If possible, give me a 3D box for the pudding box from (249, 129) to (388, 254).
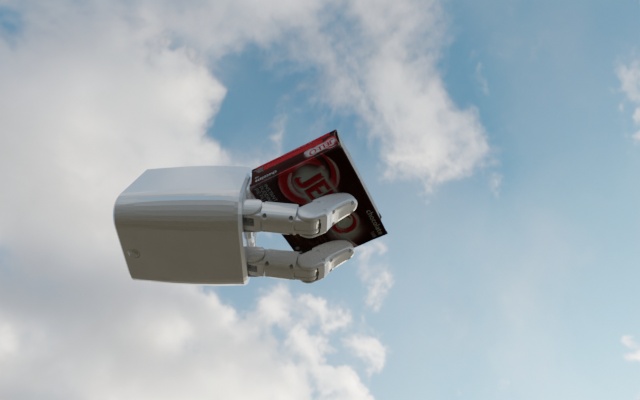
[{"bbox_3d":[0.000,0.001,0.451,0.090,0.113,0.039,-24,35,12],"label":"pudding box"}]
